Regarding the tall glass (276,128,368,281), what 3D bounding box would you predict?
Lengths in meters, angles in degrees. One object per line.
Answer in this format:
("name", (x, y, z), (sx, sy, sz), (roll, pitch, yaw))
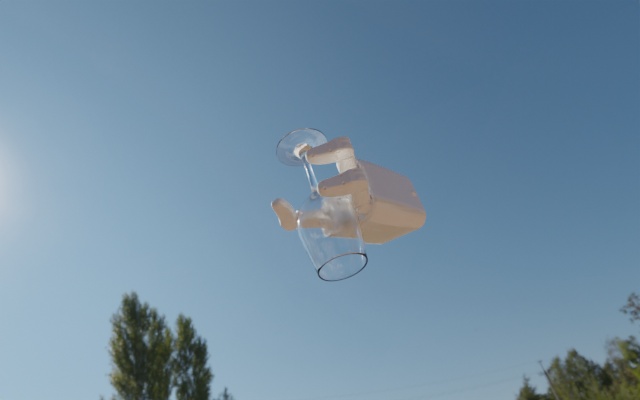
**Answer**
("tall glass", (0.000, 0.001, 0.615), (0.079, 0.201, 0.079), (-12, -36, -9))
